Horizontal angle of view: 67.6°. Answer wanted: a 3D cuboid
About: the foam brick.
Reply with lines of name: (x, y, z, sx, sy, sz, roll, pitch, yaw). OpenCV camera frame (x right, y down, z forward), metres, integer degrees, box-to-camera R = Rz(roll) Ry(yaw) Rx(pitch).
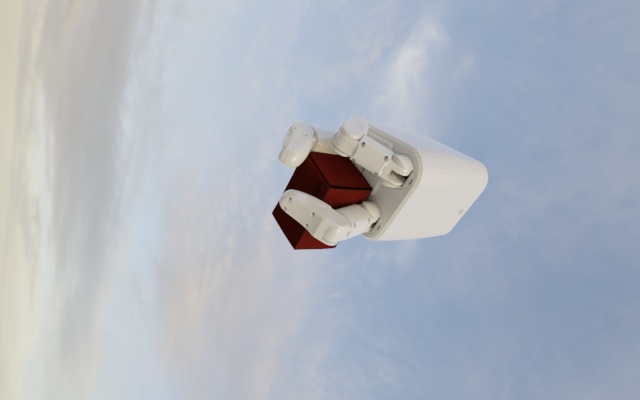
foam brick: (0.000, 0.002, 0.444, 0.051, 0.078, 0.053, 2, 41, -39)
